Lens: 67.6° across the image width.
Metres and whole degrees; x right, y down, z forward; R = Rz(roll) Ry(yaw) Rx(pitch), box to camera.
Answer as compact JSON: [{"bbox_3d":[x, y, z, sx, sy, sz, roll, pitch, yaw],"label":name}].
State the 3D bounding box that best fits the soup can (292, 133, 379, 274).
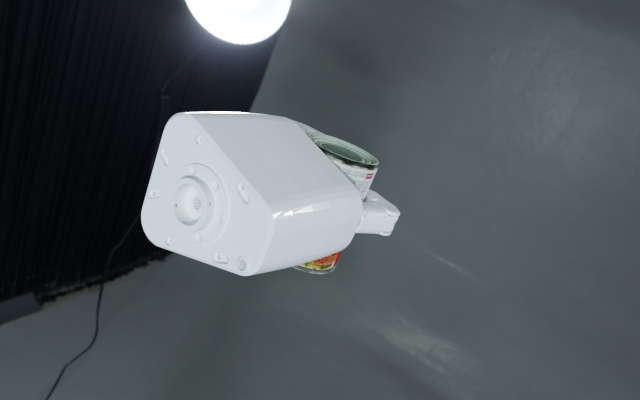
[{"bbox_3d":[0.001,0.001,0.409,0.068,0.102,0.068,20,18,-7],"label":"soup can"}]
